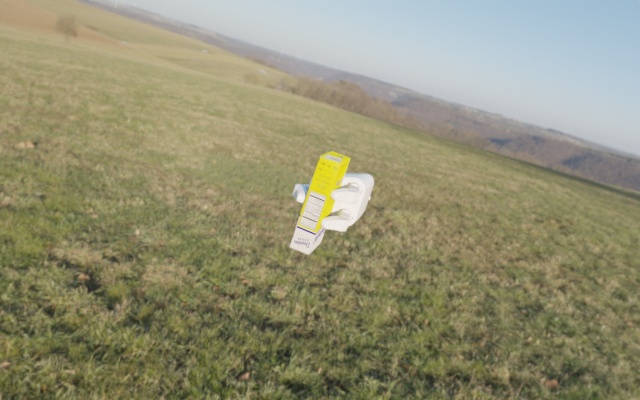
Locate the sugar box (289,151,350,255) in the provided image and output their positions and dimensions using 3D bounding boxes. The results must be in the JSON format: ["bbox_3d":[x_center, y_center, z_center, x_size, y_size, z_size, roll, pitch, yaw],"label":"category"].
[{"bbox_3d":[0.001,0.003,0.868,0.048,0.176,0.093,19,16,11],"label":"sugar box"}]
